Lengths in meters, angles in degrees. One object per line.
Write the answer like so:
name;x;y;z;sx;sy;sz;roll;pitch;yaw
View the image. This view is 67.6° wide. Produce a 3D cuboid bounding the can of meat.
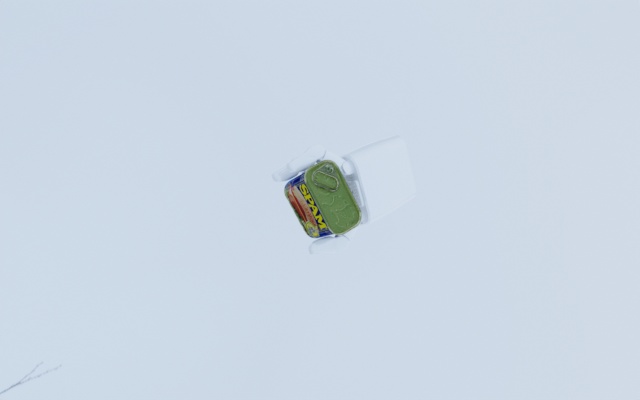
can of meat;0.000;0.002;0.679;0.057;0.102;0.084;-29;4;-28
